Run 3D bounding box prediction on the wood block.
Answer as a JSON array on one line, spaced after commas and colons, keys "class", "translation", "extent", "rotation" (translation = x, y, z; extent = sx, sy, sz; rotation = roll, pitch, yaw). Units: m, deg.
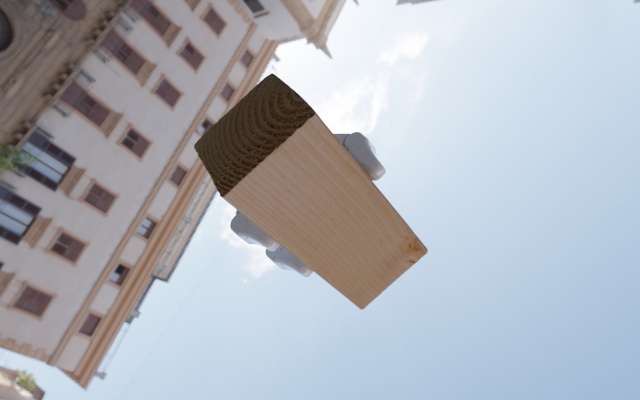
[{"class": "wood block", "translation": [0.000, 0.001, 0.425], "extent": [0.206, 0.091, 0.090], "rotation": [45, 4, -42]}]
